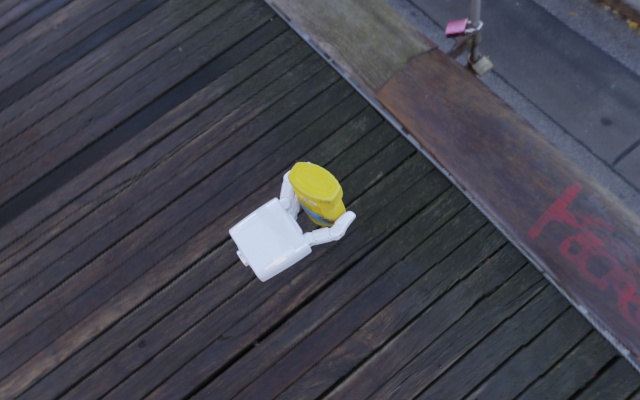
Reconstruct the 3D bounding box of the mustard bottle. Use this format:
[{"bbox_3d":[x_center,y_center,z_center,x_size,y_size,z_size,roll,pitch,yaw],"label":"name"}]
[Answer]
[{"bbox_3d":[0.000,0.003,0.883,0.096,0.058,0.192,28,-16,18],"label":"mustard bottle"}]
